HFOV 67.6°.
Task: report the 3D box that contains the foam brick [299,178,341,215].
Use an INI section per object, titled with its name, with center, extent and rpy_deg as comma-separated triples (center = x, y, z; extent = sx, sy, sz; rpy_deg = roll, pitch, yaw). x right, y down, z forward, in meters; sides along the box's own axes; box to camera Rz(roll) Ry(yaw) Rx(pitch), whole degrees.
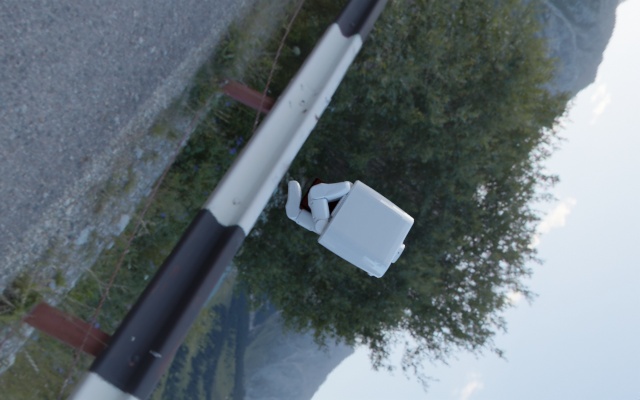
[foam brick]
center = 0.000, 0.002, 0.778
extent = 0.051, 0.053, 0.078
rpy_deg = 32, -5, 2
